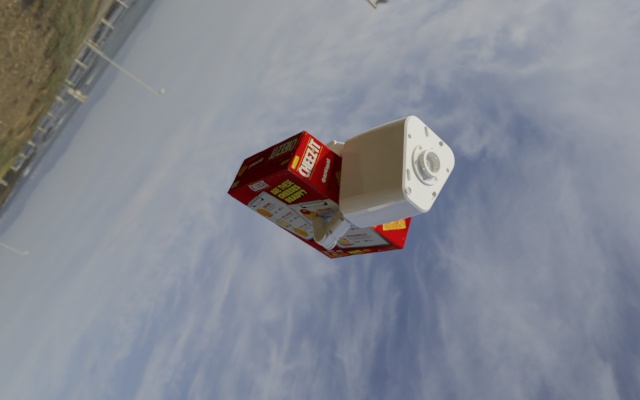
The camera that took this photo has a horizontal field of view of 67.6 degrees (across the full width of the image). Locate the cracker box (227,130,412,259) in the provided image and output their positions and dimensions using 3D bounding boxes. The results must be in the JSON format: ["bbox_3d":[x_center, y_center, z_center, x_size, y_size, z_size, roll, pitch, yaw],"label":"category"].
[{"bbox_3d":[0.000,0.003,0.691,0.214,0.072,0.164,35,-30,-27],"label":"cracker box"}]
